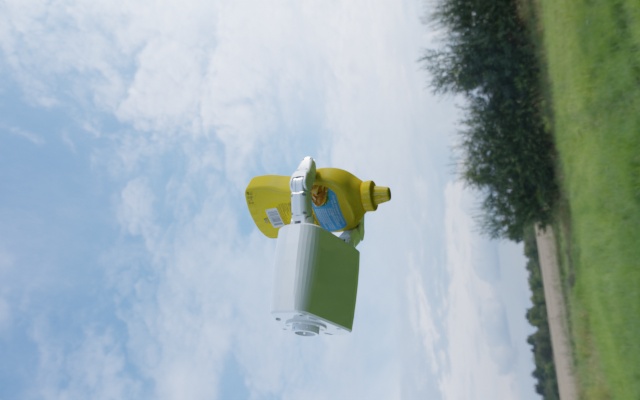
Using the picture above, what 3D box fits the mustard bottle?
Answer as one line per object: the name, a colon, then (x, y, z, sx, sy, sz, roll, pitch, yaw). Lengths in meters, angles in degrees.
mustard bottle: (0.000, 0.002, 0.644, 0.191, 0.096, 0.058, -6, 36, 22)
